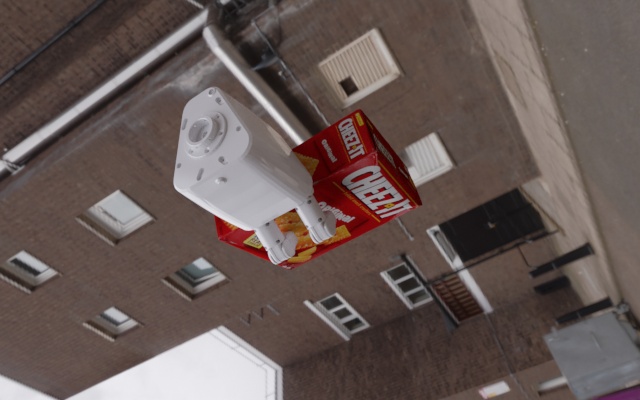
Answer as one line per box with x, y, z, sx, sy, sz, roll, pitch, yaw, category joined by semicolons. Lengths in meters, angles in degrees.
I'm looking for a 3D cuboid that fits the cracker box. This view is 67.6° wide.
0.000;0.002;0.599;0.214;0.072;0.164;-28;-32;17;cracker box
